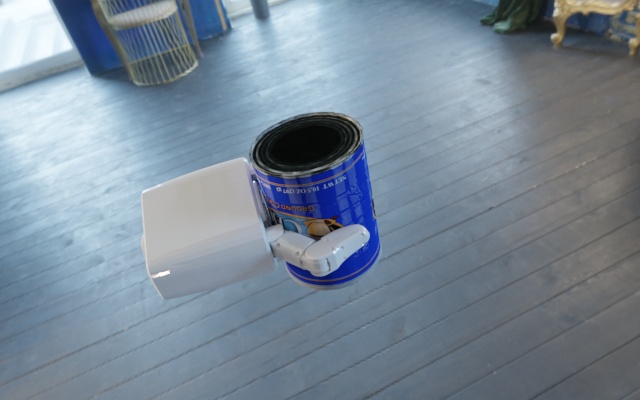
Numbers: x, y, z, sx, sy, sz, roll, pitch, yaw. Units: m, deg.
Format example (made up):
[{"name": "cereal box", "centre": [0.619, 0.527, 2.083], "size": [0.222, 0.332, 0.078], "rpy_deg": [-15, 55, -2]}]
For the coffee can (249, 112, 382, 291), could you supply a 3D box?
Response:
[{"name": "coffee can", "centre": [0.000, 0.002, 0.458], "size": [0.103, 0.140, 0.102], "rpy_deg": [-9, 38, 7]}]
